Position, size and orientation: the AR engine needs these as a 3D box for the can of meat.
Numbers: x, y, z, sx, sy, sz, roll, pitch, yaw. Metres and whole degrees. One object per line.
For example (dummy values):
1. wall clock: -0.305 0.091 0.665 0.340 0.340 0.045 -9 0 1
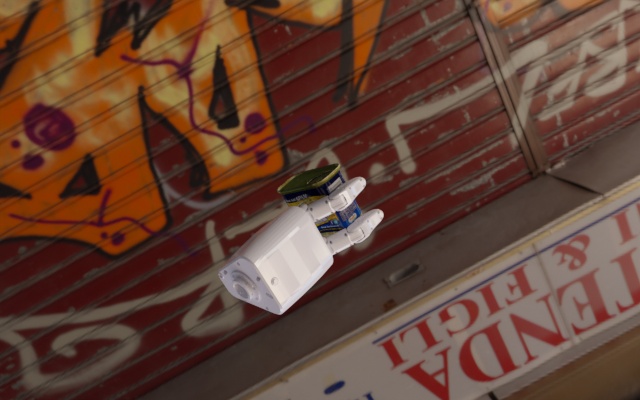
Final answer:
1. can of meat: 0.000 0.002 0.682 0.102 0.084 0.057 -10 25 45
